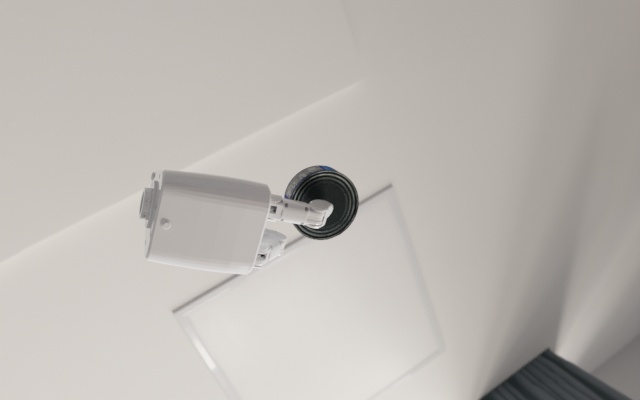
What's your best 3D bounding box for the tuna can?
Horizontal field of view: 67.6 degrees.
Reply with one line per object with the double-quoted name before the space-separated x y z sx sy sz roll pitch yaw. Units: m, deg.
"tuna can" 0.000 0.002 0.570 0.086 0.086 0.033 0 17 -20
